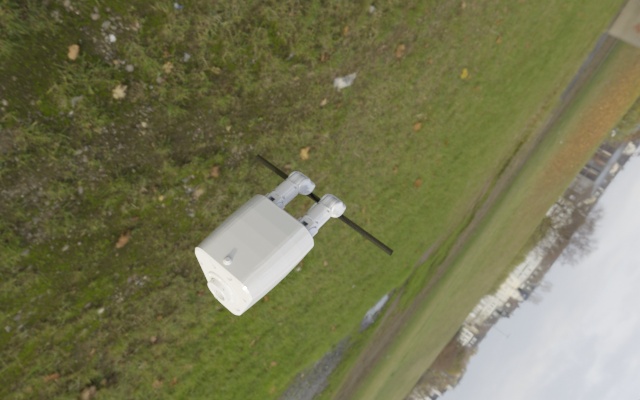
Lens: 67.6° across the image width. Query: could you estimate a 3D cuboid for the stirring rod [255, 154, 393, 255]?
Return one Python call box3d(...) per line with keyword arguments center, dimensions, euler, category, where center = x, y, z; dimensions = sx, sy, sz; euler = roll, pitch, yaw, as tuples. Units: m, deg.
box3d(center=(0.000, 0.002, 0.659), dimensions=(0.239, 0.011, 0.011), euler=(36, 13, 19), category="stirring rod")
